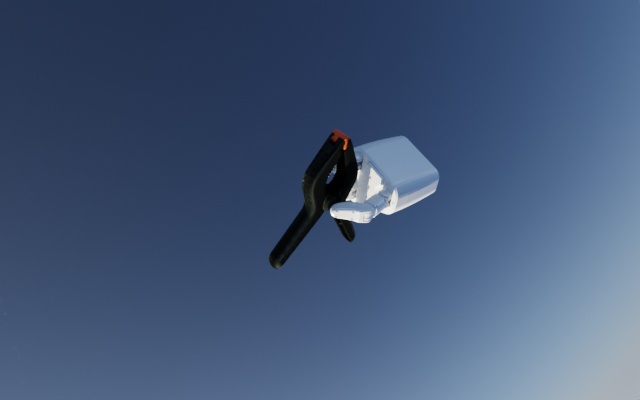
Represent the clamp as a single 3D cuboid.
[{"bbox_3d":[0.001,0.002,0.682,0.164,0.210,0.036,-22,45,-36],"label":"clamp"}]
